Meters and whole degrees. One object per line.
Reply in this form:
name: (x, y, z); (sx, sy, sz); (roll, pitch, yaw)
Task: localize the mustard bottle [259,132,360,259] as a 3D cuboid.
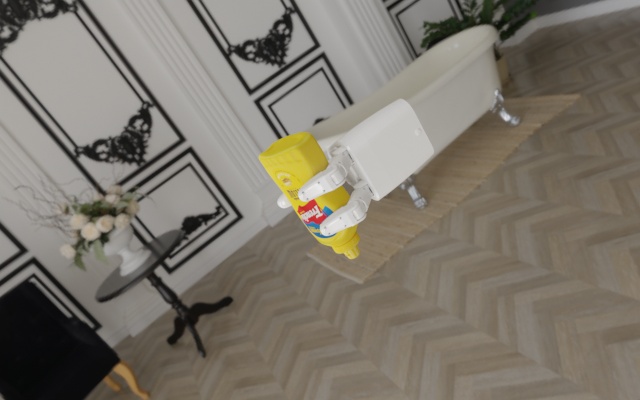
mustard bottle: (0.000, 0.002, 0.646); (0.096, 0.192, 0.058); (-7, 33, 50)
